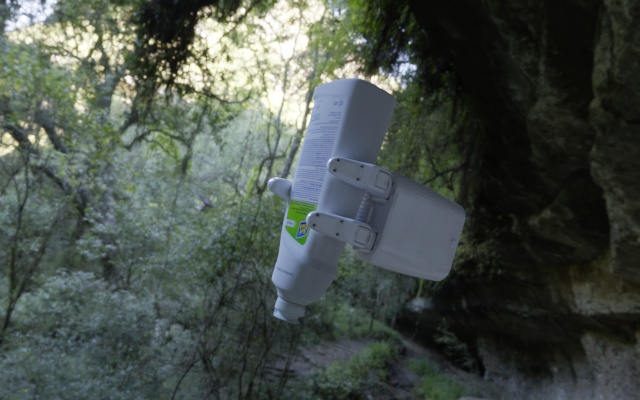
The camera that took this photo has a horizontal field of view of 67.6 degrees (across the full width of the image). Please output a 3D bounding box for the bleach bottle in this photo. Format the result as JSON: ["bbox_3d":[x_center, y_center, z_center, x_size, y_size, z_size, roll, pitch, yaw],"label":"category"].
[{"bbox_3d":[0.000,0.002,0.505,0.068,0.251,0.102,21,-6,-28],"label":"bleach bottle"}]
